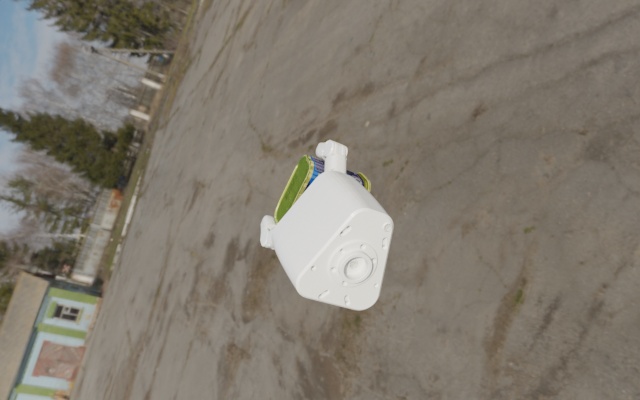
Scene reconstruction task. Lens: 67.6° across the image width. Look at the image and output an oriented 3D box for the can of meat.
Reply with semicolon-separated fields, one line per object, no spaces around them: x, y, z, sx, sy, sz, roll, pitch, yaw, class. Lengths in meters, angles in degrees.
0.000;0.002;0.596;0.084;0.102;0.057;19;19;-24;can of meat
